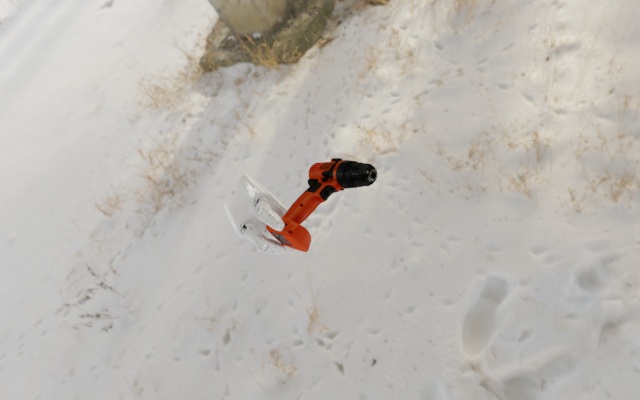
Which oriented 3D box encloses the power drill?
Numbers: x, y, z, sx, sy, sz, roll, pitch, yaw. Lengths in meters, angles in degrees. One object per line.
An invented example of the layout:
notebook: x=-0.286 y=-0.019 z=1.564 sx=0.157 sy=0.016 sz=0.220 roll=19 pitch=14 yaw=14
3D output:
power drill: x=0.000 y=0.003 z=0.853 sx=0.057 sy=0.187 sz=0.184 roll=48 pitch=-21 yaw=-23
